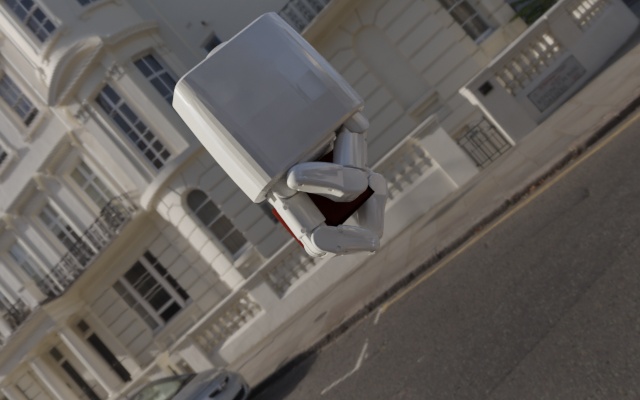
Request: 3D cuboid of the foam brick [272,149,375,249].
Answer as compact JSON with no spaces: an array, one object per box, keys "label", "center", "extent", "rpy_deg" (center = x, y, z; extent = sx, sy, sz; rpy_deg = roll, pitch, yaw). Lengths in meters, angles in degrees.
[{"label":"foam brick","center":[0.000,0.002,0.418],"extent":[0.053,0.051,0.078],"rpy_deg":[-42,-2,-28]}]
